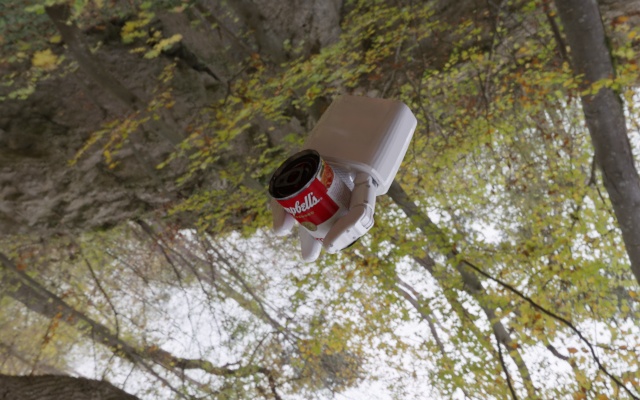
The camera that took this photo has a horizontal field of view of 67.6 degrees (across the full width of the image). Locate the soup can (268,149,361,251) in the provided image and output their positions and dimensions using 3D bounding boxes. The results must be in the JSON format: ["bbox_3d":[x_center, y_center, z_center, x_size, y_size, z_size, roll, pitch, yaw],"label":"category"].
[{"bbox_3d":[0.000,0.002,0.530,0.068,0.068,0.102,0,-37,45],"label":"soup can"}]
